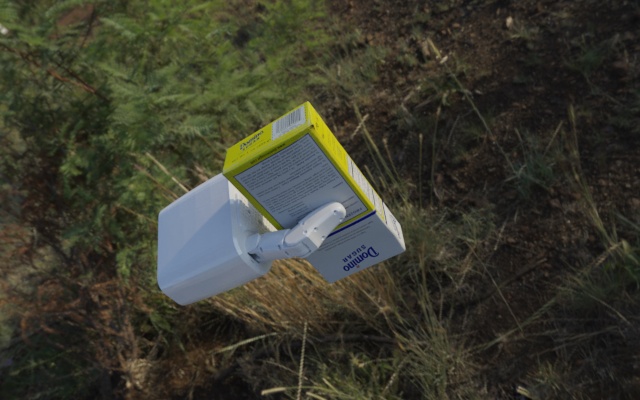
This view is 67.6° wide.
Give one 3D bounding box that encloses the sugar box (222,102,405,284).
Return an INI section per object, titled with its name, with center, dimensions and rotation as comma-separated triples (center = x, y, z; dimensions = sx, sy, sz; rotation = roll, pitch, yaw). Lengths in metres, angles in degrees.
[sugar box]
center = 0.000, 0.001, 0.456
dimensions = 0.093, 0.048, 0.176
rotation = -26, -52, 19
